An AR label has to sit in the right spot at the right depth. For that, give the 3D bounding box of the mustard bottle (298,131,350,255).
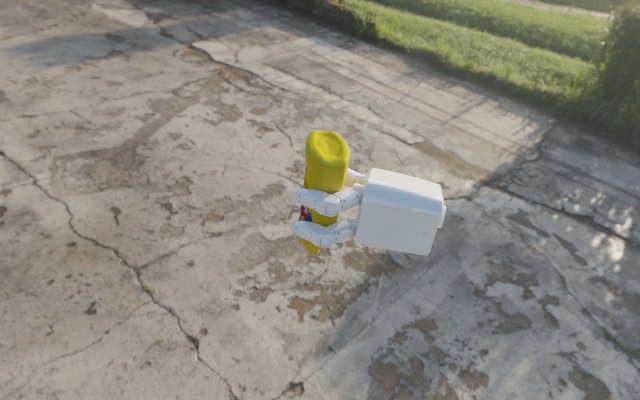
[{"bbox_3d":[0.000,0.002,0.693,0.058,0.192,0.096,-2,36,-13],"label":"mustard bottle"}]
